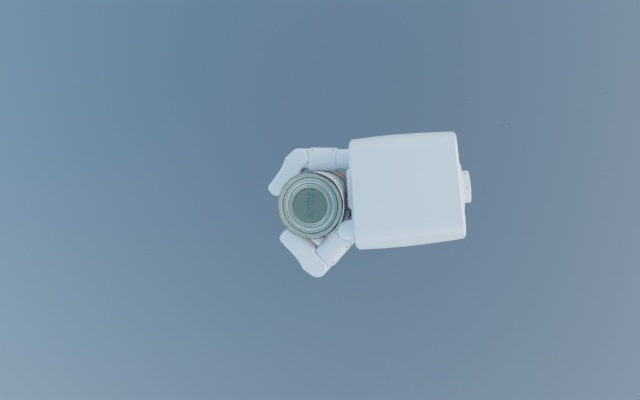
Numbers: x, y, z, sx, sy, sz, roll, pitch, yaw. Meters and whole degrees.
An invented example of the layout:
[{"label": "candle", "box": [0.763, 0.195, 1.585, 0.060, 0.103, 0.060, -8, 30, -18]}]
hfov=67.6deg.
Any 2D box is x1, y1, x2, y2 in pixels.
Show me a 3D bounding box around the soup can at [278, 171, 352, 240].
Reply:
[{"label": "soup can", "box": [0.000, 0.002, 0.512, 0.068, 0.068, 0.102, 0, 5, 12]}]
